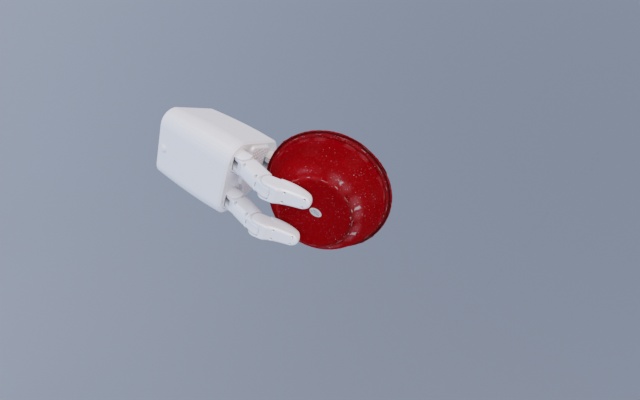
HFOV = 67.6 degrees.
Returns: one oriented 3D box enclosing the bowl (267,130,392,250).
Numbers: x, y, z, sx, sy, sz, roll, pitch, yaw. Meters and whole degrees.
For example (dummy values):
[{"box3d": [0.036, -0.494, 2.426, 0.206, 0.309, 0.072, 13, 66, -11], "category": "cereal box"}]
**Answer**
[{"box3d": [0.001, 0.002, 0.563, 0.162, 0.162, 0.055, 0, 29, 20], "category": "bowl"}]
